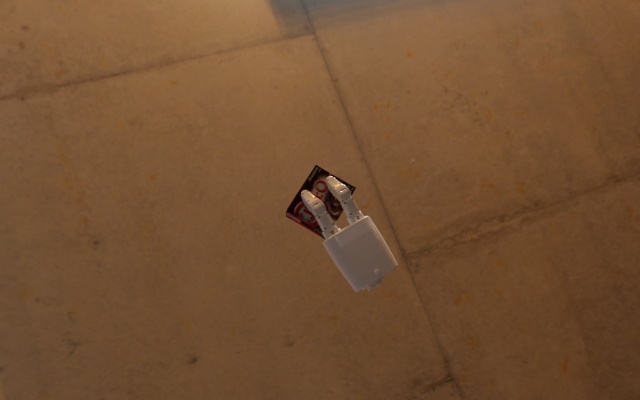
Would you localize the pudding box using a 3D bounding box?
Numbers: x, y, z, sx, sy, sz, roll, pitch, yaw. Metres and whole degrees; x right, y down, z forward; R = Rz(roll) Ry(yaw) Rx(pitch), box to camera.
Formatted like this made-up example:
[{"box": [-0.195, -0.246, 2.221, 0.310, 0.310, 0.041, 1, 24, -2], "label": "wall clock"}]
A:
[{"box": [0.000, 0.003, 0.895, 0.090, 0.113, 0.039, 30, -22, 3], "label": "pudding box"}]
